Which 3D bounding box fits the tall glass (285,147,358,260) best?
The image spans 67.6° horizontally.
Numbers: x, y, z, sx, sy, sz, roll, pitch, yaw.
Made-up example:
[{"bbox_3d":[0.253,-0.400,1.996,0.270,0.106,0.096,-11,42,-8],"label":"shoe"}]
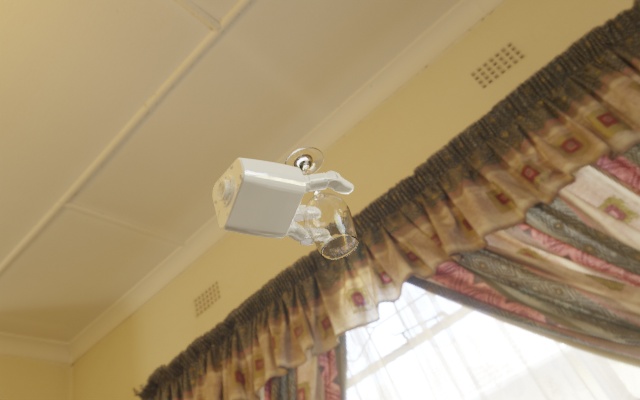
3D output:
[{"bbox_3d":[0.000,0.002,0.806,0.079,0.201,0.079,-14,-39,-12],"label":"tall glass"}]
